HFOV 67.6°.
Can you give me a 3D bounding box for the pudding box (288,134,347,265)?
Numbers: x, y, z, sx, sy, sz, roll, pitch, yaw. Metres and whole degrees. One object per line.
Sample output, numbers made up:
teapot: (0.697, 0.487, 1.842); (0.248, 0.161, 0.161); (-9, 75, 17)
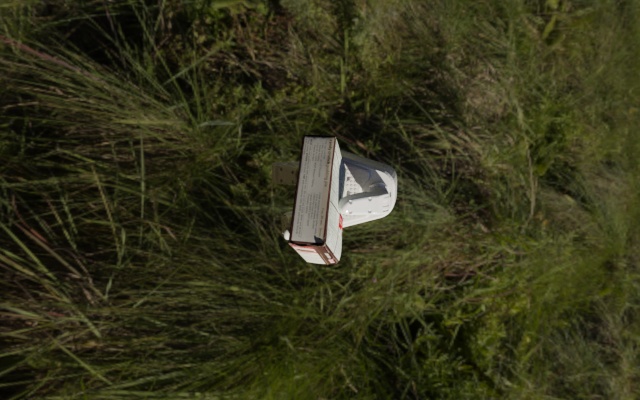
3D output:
pudding box: (0.000, 0.002, 0.486); (0.039, 0.113, 0.090); (1, -18, 11)
